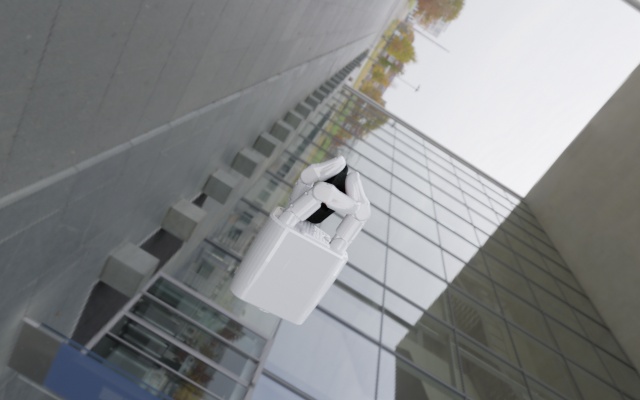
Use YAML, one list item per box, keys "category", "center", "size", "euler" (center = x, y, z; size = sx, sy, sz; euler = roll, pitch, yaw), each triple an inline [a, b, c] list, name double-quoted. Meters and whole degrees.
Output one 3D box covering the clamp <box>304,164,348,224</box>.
- category: "clamp"
  center: [0.001, 0.002, 0.657]
  size: [0.039, 0.120, 0.171]
  euler: [33, 7, -3]
